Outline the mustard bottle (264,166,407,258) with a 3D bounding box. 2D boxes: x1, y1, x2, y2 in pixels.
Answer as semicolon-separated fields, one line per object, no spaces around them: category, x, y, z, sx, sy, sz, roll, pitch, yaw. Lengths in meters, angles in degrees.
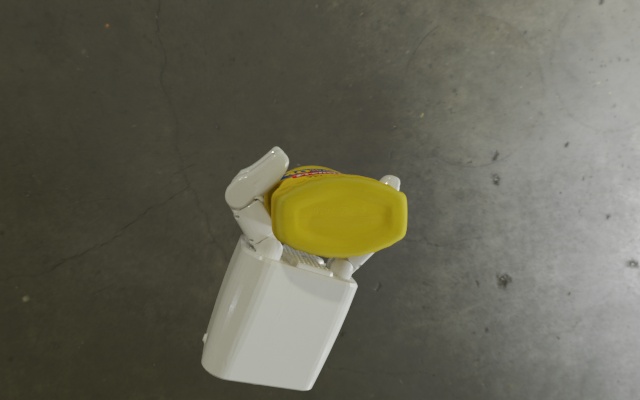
mustard bottle;0.000;0.001;0.417;0.096;0.058;0.191;-3;7;-10
